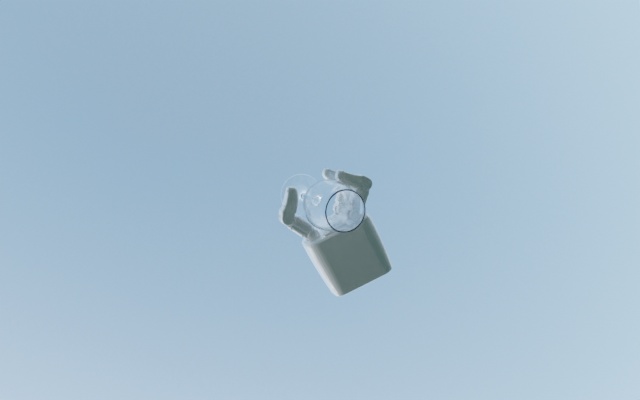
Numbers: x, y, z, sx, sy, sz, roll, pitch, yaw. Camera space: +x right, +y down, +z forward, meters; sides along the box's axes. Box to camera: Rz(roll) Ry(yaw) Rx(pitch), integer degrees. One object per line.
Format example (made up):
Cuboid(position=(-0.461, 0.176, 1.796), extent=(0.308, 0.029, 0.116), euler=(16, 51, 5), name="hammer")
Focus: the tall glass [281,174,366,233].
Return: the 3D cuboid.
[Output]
Cuboid(position=(0.000, 0.002, 0.754), extent=(0.079, 0.079, 0.201), euler=(0, 7, -21), name="tall glass")
